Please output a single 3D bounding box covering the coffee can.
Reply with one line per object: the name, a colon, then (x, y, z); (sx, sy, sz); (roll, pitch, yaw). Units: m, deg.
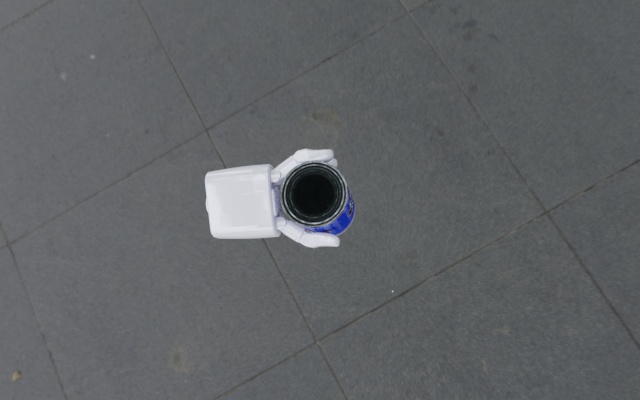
coffee can: (0.000, 0.003, 0.773); (0.103, 0.102, 0.140); (0, -11, 9)
